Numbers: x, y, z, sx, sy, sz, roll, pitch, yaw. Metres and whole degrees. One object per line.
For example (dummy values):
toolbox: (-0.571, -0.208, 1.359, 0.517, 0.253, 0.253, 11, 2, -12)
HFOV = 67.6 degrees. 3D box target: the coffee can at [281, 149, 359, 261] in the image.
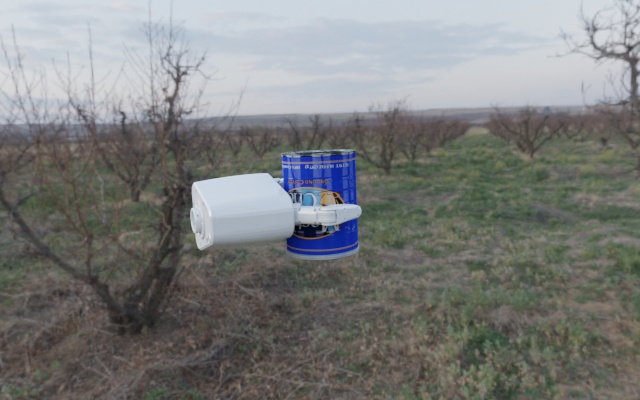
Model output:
coffee can: (0.000, 0.002, 0.662, 0.103, 0.140, 0.103, -2, 9, 0)
